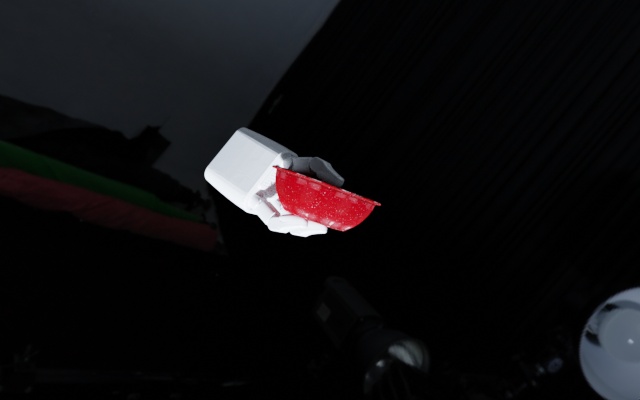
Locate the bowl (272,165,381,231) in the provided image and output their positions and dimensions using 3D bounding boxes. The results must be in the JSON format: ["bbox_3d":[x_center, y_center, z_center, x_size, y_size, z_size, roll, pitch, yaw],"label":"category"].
[{"bbox_3d":[0.001,0.003,0.671,0.162,0.055,0.162,19,0,0],"label":"bowl"}]
